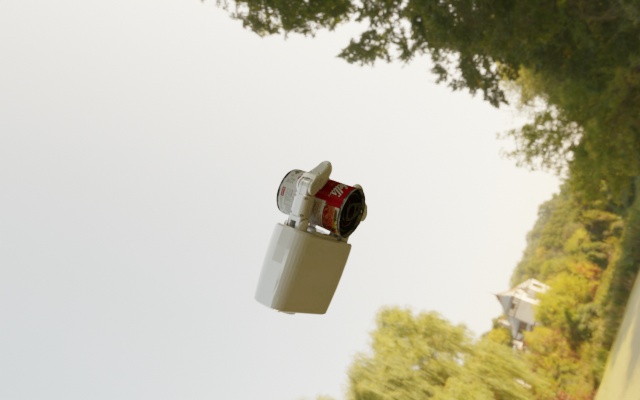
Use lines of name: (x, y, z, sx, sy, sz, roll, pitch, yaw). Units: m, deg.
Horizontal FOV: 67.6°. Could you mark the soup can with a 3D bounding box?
soup can: (0.000, 0.002, 0.643, 0.102, 0.068, 0.068, 20, 10, 29)
